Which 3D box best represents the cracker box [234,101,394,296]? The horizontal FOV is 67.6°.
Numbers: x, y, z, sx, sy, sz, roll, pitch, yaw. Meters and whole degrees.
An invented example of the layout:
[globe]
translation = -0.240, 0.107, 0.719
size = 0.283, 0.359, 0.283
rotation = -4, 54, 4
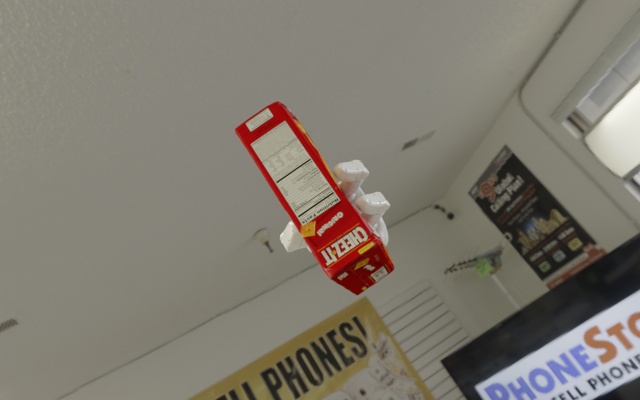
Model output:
[cracker box]
translation = 0.000, 0.002, 0.586
size = 0.072, 0.213, 0.164
rotation = -35, -22, 2
